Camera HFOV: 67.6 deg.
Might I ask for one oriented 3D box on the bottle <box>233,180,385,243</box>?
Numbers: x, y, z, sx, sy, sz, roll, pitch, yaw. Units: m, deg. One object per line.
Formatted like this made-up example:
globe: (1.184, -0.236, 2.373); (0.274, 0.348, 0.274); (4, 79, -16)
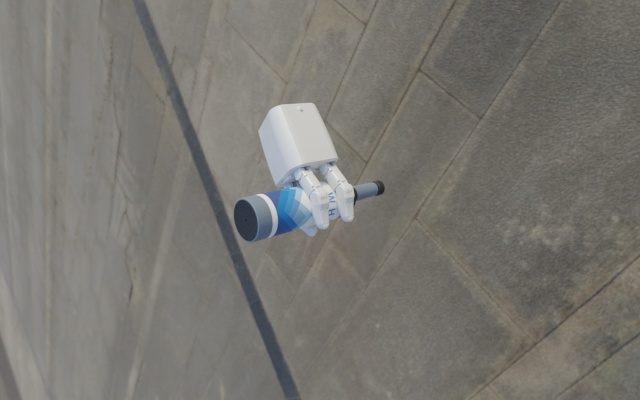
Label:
bottle: (0.000, 0.003, 0.786); (0.295, 0.069, 0.069); (-14, 9, -41)
